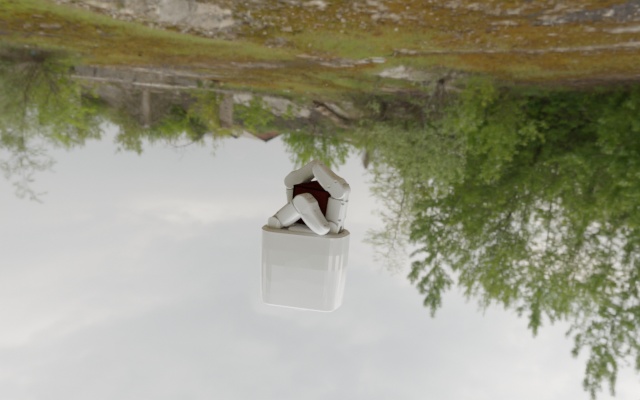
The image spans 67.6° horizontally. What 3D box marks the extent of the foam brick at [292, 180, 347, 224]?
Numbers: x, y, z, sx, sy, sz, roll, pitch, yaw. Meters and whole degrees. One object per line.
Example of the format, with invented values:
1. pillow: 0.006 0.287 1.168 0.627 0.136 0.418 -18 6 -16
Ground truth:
1. foam brick: 0.000 0.002 0.666 0.053 0.051 0.078 9 11 25
